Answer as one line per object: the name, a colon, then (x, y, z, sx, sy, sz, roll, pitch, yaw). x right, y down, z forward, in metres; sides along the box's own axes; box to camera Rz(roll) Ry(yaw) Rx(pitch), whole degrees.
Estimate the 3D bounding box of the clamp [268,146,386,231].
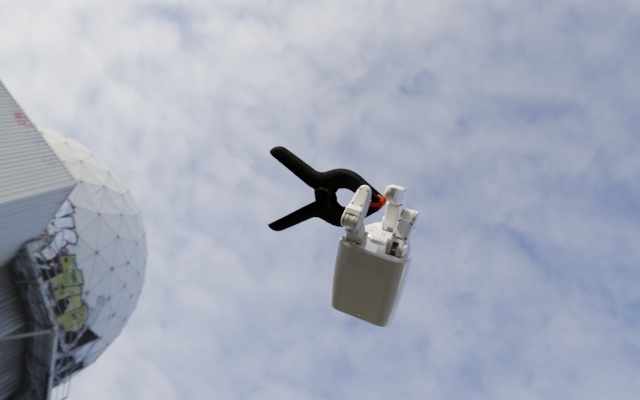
clamp: (0.000, 0.002, 0.650, 0.171, 0.120, 0.039, 18, 24, 19)
